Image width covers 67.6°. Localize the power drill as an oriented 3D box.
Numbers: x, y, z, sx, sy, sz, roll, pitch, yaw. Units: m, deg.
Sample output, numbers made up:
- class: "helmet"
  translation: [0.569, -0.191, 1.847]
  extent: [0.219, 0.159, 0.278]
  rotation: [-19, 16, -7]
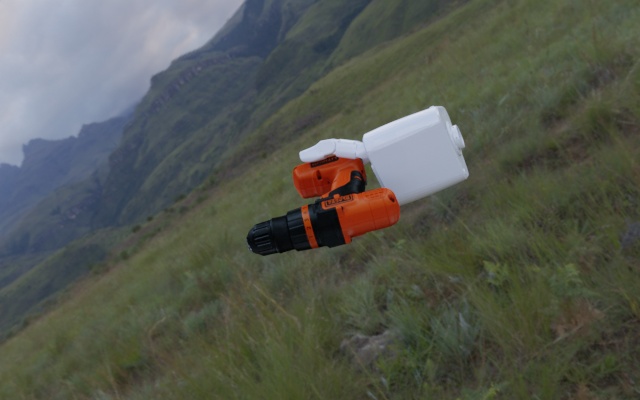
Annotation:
- class: "power drill"
  translation: [0.000, 0.002, 0.625]
  extent: [0.184, 0.057, 0.187]
  rotation: [-13, 24, 4]
